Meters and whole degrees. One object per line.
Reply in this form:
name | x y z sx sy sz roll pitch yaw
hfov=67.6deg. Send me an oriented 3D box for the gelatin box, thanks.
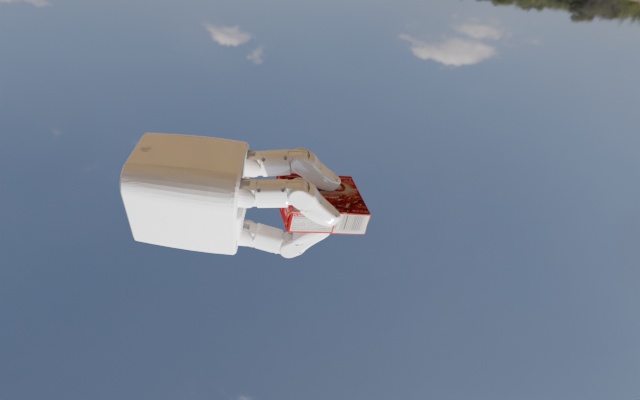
gelatin box | 0.000 0.002 0.510 0.089 0.030 0.073 3 35 -19
